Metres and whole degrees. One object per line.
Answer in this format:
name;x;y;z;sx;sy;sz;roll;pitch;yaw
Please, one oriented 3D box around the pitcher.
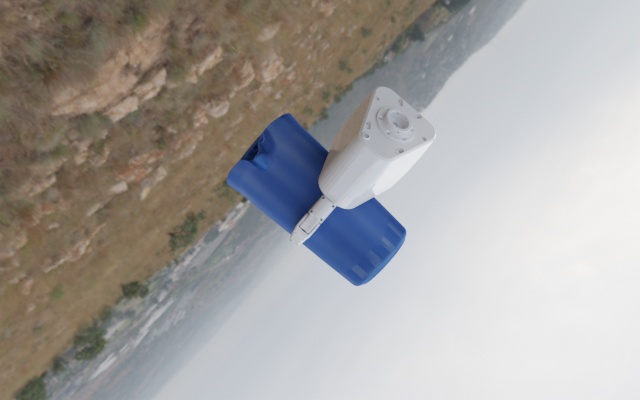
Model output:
pitcher;0.000;0.002;0.681;0.149;0.243;0.145;-46;-3;-39
